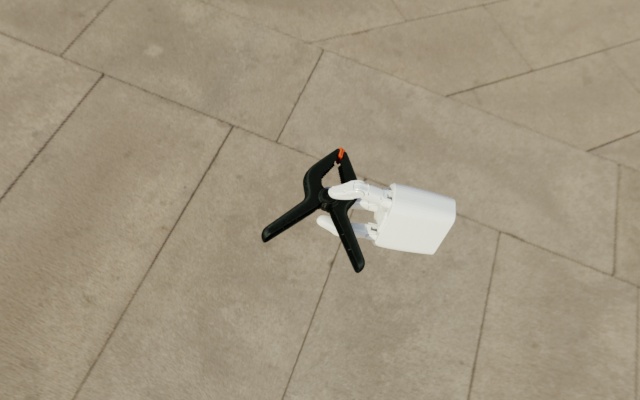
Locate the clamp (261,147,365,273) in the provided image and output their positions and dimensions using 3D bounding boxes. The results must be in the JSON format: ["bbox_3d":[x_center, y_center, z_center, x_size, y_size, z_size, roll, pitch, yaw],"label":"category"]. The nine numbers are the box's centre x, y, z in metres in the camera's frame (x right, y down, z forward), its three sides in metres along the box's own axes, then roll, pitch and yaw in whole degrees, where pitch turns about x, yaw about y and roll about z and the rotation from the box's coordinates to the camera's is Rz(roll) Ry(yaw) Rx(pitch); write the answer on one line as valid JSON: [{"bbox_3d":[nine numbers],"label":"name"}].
[{"bbox_3d":[0.001,0.002,0.768,0.164,0.209,0.036,13,-29,-9],"label":"clamp"}]
